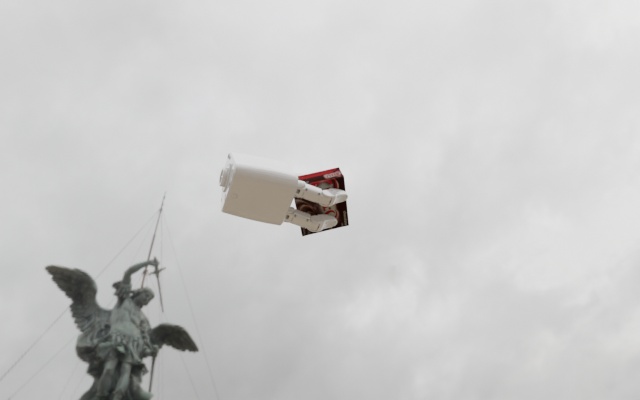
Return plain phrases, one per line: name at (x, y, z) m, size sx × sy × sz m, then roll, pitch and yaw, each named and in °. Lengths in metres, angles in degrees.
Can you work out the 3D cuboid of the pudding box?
pudding box at (0.000, 0.003, 0.851) m, size 0.090 × 0.114 × 0.039 m, roll -13°, pitch 38°, yaw -6°
